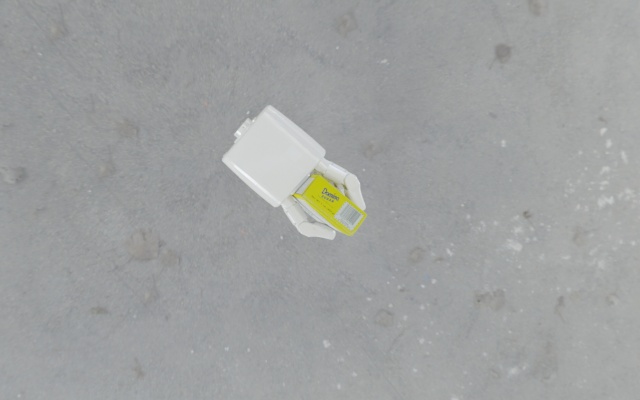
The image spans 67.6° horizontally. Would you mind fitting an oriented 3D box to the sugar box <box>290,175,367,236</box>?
[{"bbox_3d":[0.000,0.002,0.733,0.093,0.048,0.176,40,-4,-13],"label":"sugar box"}]
